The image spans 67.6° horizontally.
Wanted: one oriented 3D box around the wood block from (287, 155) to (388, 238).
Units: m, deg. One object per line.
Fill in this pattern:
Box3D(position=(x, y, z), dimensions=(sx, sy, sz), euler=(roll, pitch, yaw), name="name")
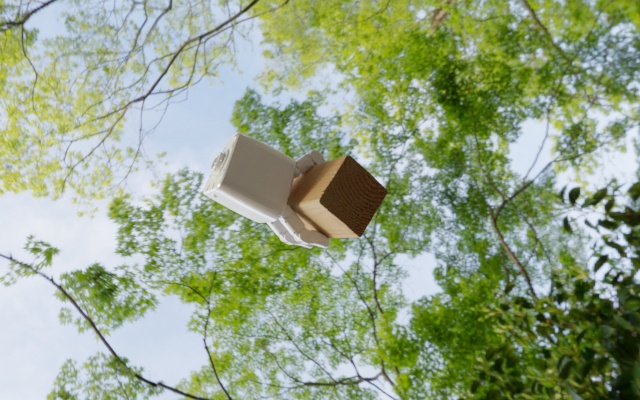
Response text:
Box3D(position=(0.000, 0.002, 0.779), dimensions=(0.090, 0.090, 0.206), euler=(41, -22, -20), name="wood block")
